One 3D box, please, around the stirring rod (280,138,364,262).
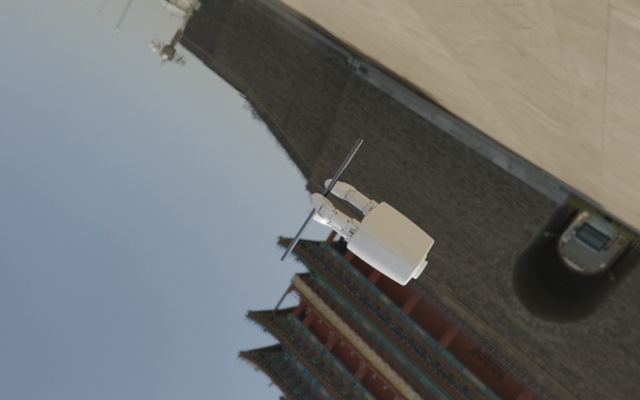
[{"bbox_3d":[0.000,0.002,0.771,0.011,0.239,0.011,31,14,-9],"label":"stirring rod"}]
